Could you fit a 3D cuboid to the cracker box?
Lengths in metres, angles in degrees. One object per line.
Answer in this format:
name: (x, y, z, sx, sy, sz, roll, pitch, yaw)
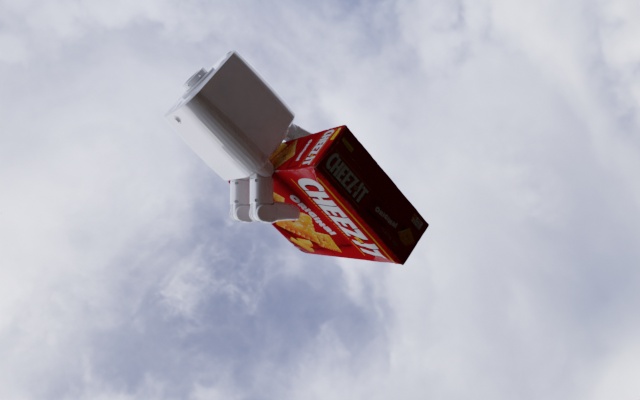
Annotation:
cracker box: (0.000, 0.002, 0.598, 0.164, 0.072, 0.213, 46, -25, -24)
